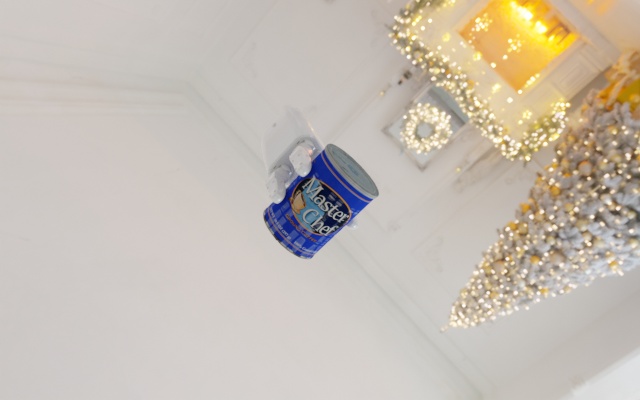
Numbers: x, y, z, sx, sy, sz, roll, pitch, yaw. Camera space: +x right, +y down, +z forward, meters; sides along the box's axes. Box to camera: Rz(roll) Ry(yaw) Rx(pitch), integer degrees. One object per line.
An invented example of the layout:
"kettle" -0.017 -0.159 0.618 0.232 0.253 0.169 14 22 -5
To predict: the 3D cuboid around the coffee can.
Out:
"coffee can" 0.000 0.002 0.696 0.140 0.102 0.103 -45 -17 18
